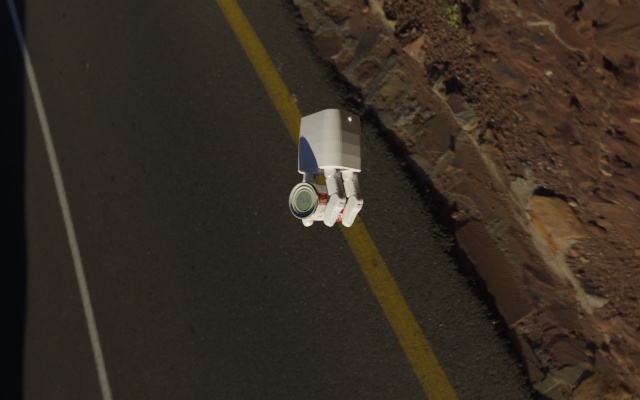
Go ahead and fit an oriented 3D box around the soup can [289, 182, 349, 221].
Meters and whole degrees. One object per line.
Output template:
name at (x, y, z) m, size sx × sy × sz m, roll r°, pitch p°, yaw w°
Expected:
soup can at (0.000, 0.003, 0.875) m, size 0.068 × 0.068 × 0.102 m, roll 0°, pitch -3°, yaw 38°
